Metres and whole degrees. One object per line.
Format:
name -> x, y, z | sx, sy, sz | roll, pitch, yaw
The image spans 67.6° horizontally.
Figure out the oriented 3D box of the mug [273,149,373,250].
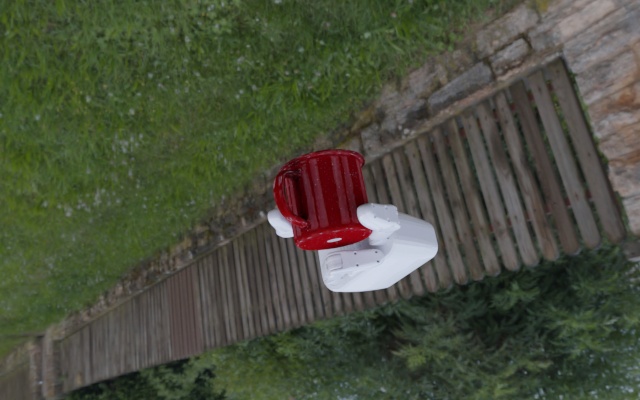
mug -> -0.001, 0.002, 0.485 | 0.093, 0.081, 0.117 | -24, -22, 36
